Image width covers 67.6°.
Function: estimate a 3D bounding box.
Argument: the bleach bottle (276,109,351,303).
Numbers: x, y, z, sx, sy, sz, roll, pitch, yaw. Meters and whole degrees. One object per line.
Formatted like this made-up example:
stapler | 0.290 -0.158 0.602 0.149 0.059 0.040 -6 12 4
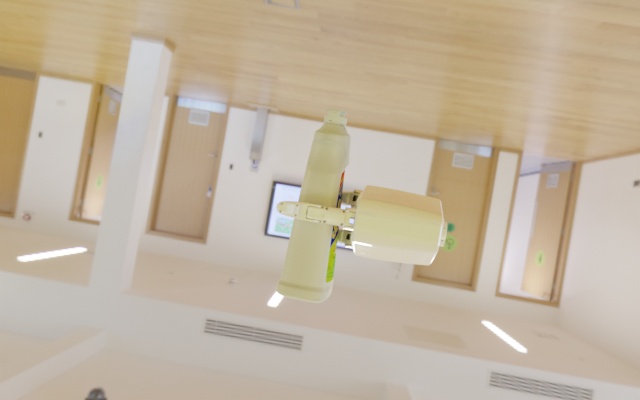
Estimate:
bleach bottle | 0.000 0.002 0.642 0.068 0.251 0.102 10 0 10
